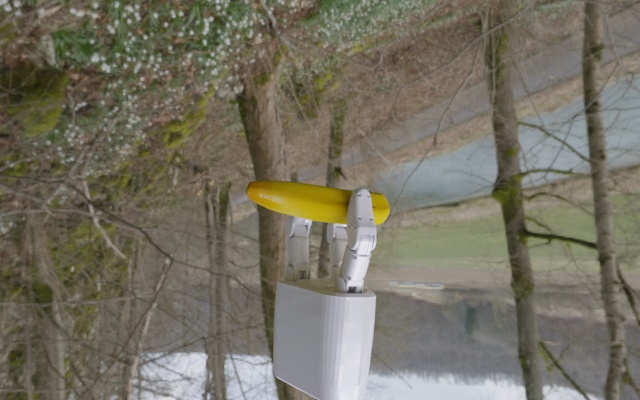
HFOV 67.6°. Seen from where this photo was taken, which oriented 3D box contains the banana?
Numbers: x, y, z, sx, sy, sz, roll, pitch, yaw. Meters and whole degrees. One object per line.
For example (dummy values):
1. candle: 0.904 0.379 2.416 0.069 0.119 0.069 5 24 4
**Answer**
1. banana: 0.016 0.004 0.498 0.069 0.037 0.198 11 4 42
